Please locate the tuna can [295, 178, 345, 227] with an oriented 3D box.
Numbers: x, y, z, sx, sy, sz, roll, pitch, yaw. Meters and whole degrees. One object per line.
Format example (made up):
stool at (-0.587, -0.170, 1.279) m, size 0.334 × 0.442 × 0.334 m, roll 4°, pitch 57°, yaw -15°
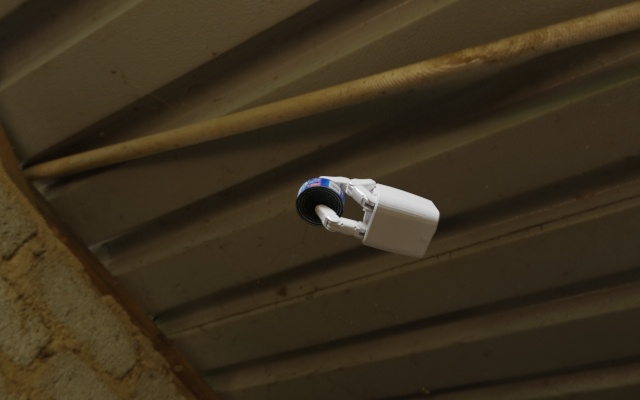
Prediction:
tuna can at (0.000, 0.002, 0.849) m, size 0.086 × 0.086 × 0.033 m, roll 0°, pitch 33°, yaw 7°
